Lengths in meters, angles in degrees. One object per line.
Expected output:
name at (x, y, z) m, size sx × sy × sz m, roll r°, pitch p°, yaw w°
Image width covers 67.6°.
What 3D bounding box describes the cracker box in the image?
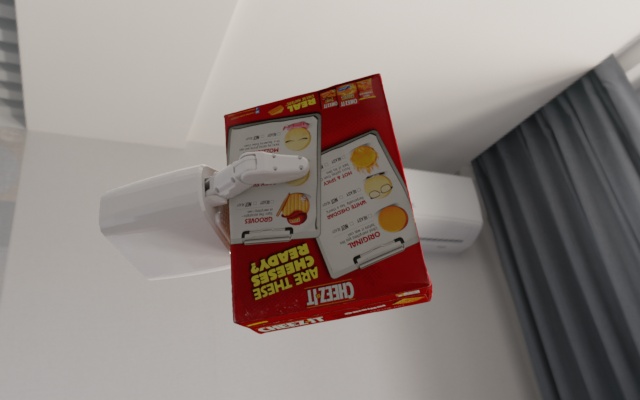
cracker box at (0.000, 0.001, 0.450) m, size 0.164 × 0.213 × 0.072 m, roll -13°, pitch -26°, yaw 9°
